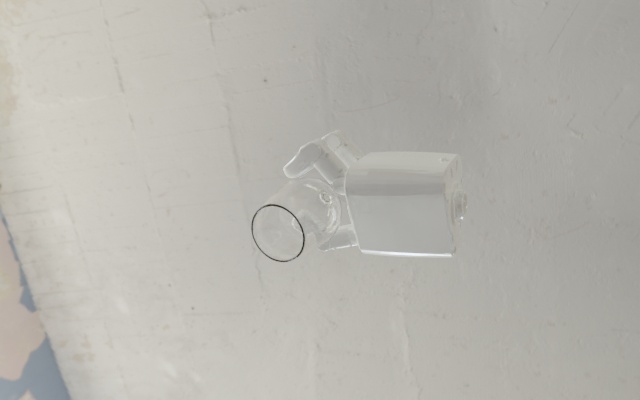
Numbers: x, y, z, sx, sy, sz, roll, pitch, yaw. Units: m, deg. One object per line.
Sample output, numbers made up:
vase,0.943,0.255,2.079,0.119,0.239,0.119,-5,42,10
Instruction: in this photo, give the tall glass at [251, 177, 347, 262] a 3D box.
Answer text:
tall glass,0.000,0.002,0.555,0.079,0.079,0.201,0,18,28
